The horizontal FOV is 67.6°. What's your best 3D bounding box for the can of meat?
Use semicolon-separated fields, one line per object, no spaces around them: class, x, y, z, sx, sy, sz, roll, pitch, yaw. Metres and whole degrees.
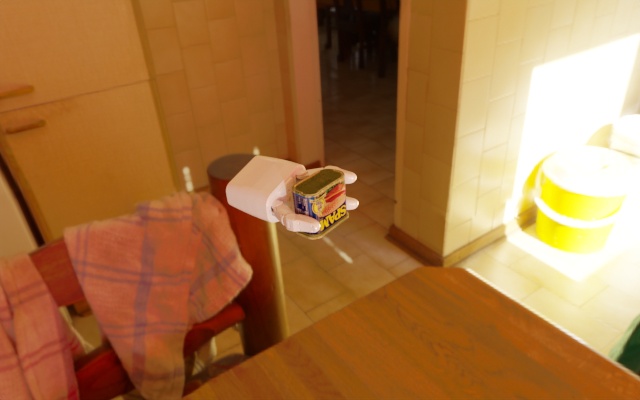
can of meat;0.000;0.002;0.804;0.057;0.084;0.102;20;38;36
